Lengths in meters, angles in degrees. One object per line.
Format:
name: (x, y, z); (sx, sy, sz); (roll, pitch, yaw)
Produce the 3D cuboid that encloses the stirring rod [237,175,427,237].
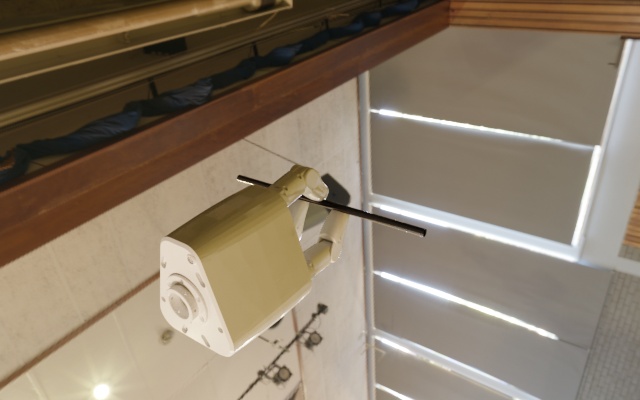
stirring rod: (0.000, 0.002, 0.511); (0.239, 0.011, 0.011); (16, 9, 32)
